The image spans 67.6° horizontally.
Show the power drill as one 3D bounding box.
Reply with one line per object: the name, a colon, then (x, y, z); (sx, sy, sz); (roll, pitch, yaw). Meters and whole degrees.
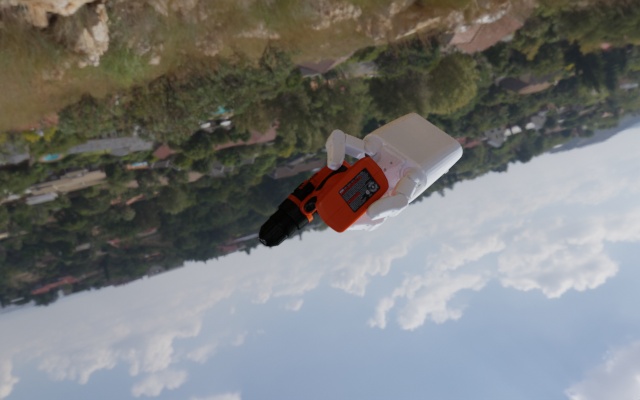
power drill: (0.000, 0.002, 0.677); (0.184, 0.057, 0.187); (-45, 15, -15)
